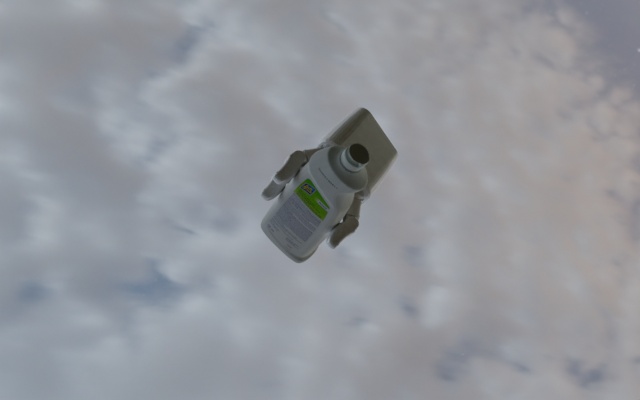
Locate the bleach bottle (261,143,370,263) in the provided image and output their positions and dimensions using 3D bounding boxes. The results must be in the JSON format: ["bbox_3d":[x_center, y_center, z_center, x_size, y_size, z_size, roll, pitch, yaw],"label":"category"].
[{"bbox_3d":[0.000,0.002,0.670,0.068,0.102,0.251,-49,2,-36],"label":"bleach bottle"}]
